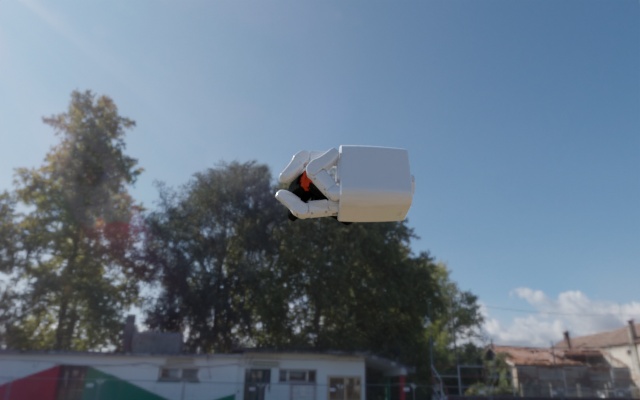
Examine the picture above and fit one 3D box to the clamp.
[{"bbox_3d":[0.000,0.002,0.799,0.120,0.039,0.171,2,-21,0],"label":"clamp"}]
